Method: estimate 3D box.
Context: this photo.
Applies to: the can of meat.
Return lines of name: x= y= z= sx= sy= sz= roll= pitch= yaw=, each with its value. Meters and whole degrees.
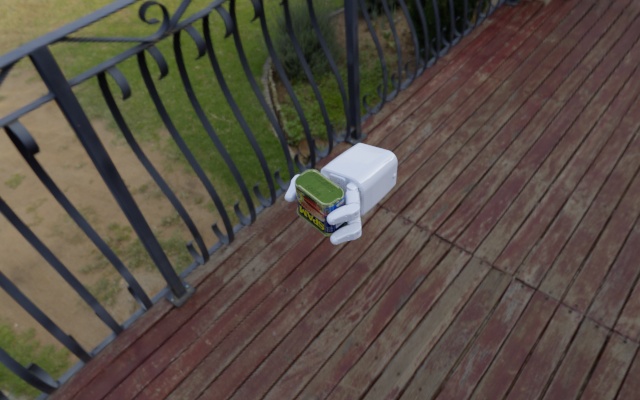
can of meat: x=0.000 y=0.003 z=0.868 sx=0.057 sy=0.084 sz=0.102 roll=-36 pitch=55 yaw=-25
